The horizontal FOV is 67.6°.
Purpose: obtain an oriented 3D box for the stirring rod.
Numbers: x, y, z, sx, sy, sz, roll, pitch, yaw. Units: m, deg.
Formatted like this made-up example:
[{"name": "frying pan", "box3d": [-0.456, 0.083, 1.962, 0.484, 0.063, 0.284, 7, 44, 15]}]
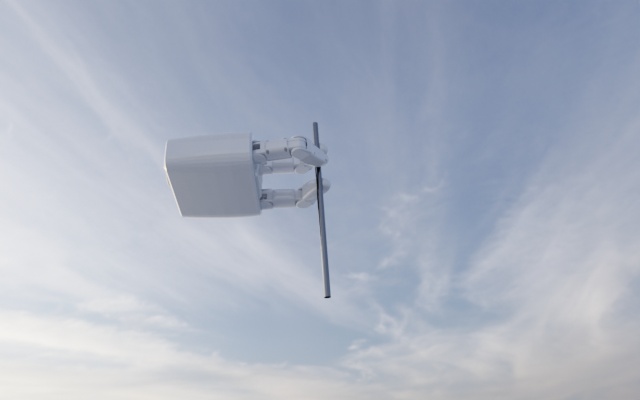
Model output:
[{"name": "stirring rod", "box3d": [0.000, 0.002, 0.586, 0.011, 0.239, 0.011, -3, -29, -2]}]
